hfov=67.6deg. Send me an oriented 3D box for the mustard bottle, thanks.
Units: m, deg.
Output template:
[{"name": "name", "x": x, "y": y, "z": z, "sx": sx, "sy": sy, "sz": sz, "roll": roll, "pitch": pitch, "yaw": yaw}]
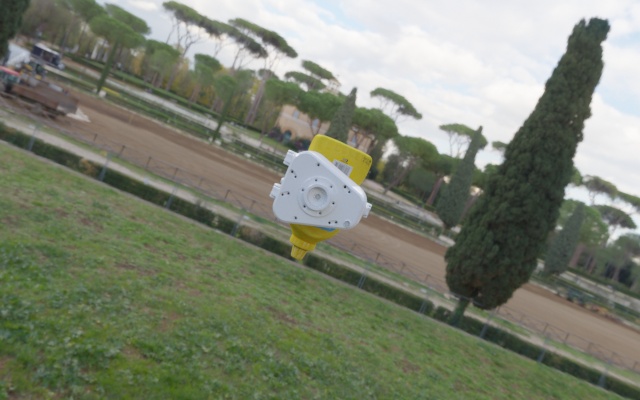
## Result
[{"name": "mustard bottle", "x": 0.000, "y": 0.002, "z": 0.739, "sx": 0.096, "sy": 0.191, "sz": 0.058, "roll": 22, "pitch": 5, "yaw": -21}]
